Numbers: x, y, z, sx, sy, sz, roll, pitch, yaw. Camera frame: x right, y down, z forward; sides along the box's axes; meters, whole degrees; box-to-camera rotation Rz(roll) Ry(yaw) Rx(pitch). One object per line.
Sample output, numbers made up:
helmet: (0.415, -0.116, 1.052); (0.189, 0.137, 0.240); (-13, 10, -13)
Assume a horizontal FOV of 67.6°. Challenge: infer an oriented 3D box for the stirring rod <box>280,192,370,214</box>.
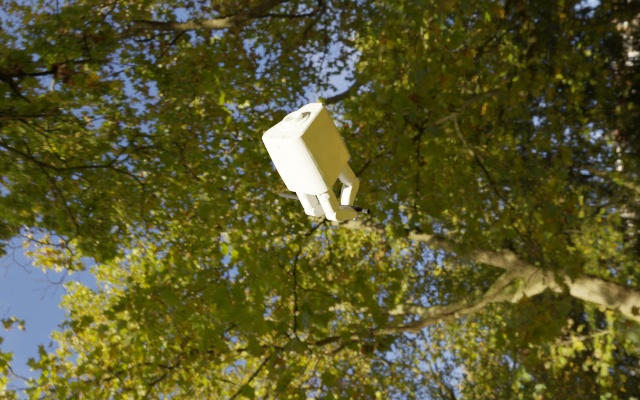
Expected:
stirring rod: (0.000, 0.003, 0.885); (0.011, 0.011, 0.239); (0, 7, -42)
